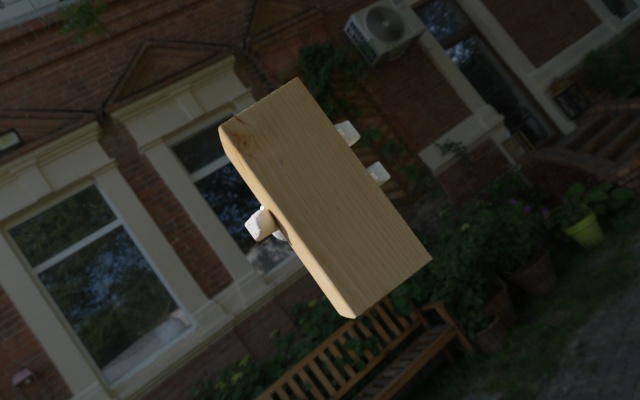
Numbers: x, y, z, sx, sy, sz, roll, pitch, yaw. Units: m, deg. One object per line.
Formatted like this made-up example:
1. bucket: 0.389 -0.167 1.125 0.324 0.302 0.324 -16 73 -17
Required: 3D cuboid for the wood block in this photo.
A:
1. wood block: 0.000 0.002 0.463 0.091 0.206 0.090 -35 -5 -12
